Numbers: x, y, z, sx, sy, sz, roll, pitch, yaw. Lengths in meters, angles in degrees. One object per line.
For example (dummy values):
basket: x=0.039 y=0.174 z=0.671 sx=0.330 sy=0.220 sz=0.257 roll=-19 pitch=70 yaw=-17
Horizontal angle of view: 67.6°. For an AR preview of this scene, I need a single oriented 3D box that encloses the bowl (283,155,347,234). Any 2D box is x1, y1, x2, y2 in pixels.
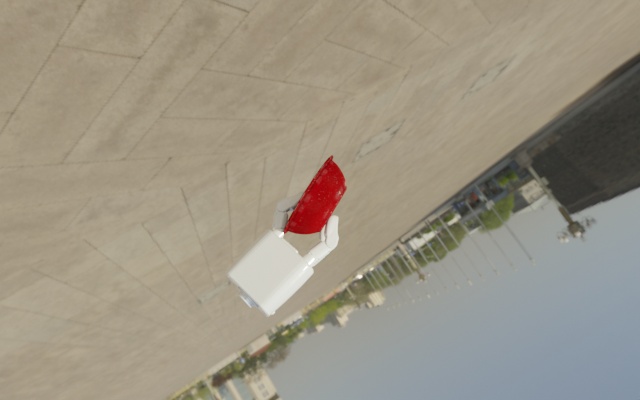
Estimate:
bowl: x=0.001 y=0.002 z=0.839 sx=0.055 sy=0.162 sz=0.162 roll=31 pitch=2 yaw=3
